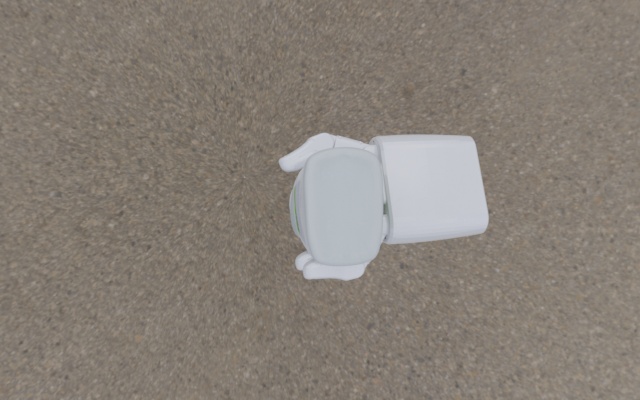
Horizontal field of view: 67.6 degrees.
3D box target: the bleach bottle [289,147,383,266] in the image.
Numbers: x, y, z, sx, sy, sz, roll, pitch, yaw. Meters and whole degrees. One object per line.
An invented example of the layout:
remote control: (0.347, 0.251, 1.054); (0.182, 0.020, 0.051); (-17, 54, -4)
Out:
bleach bottle: (0.000, 0.002, 0.511); (0.068, 0.102, 0.251); (-2, 3, -9)
